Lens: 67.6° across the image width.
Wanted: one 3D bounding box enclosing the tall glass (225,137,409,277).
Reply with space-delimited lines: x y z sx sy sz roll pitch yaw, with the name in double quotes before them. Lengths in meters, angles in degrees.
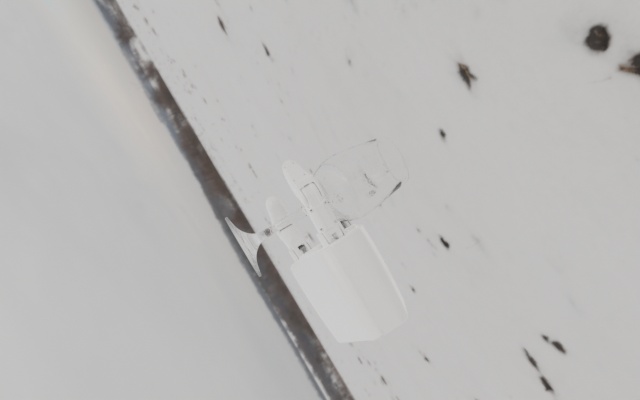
"tall glass" -0.001 0.002 0.535 0.201 0.079 0.079 -31 6 -11
